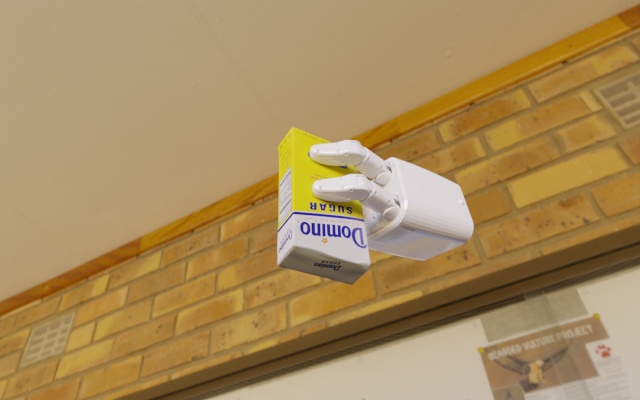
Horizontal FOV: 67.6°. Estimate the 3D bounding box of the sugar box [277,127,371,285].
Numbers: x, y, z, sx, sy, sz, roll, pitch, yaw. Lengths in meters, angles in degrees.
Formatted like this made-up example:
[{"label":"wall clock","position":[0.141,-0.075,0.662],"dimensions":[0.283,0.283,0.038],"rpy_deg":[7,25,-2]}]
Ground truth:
[{"label":"sugar box","position":[0.000,0.001,0.540],"dimensions":[0.093,0.176,0.048],"rpy_deg":[18,-48,-24]}]
